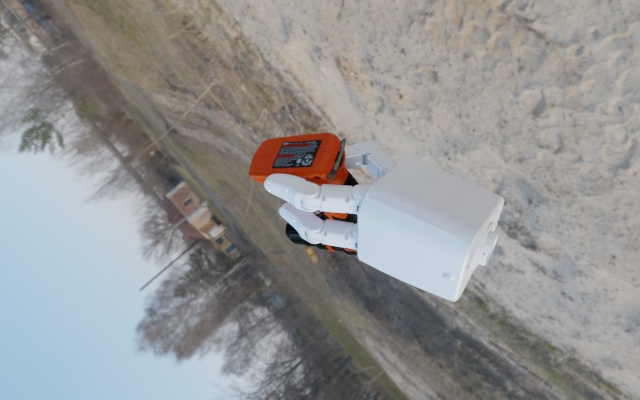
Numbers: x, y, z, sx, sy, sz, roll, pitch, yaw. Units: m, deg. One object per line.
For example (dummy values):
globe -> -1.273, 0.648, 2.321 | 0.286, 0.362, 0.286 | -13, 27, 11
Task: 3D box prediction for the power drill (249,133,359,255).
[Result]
power drill -> 0.000, 0.002, 0.563 | 0.184, 0.057, 0.188 | -2, -33, 33
